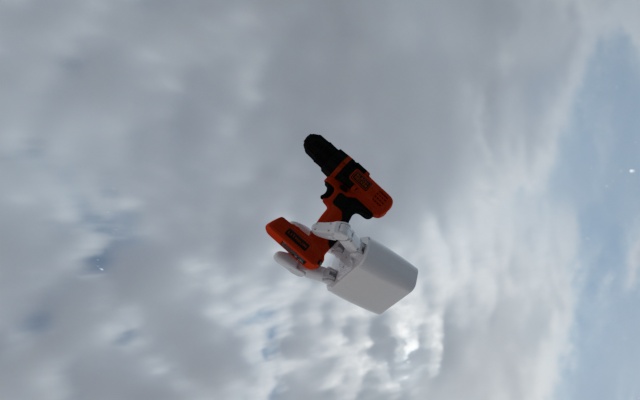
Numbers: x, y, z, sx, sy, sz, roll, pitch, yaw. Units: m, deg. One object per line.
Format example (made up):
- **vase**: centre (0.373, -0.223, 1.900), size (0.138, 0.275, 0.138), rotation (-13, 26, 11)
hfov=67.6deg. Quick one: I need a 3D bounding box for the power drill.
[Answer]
- **power drill**: centre (0.000, 0.003, 0.775), size (0.184, 0.187, 0.057), rotation (42, -17, 5)
